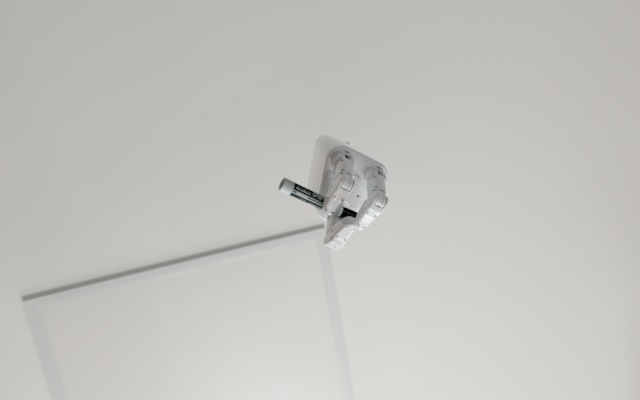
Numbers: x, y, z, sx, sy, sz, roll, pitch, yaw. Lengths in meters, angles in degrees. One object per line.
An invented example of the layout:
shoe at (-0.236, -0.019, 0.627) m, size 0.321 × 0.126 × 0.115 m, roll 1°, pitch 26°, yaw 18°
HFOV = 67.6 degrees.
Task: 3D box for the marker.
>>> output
marker at (0.000, 0.002, 0.650) m, size 0.121 × 0.020 × 0.020 m, roll 25°, pitch -9°, yaw -19°
